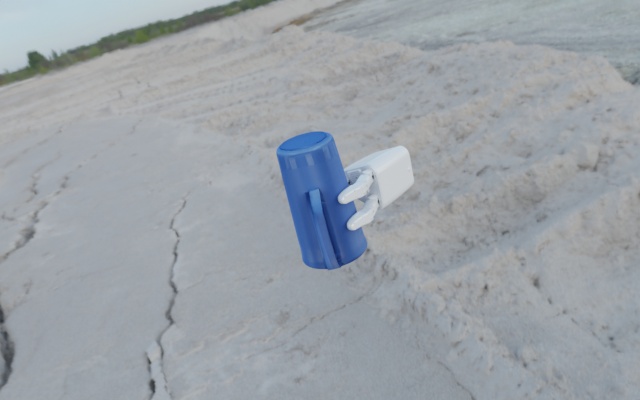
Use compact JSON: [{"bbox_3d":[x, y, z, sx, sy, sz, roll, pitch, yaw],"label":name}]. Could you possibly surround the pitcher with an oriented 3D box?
[{"bbox_3d":[0.000,0.003,0.897,0.145,0.243,0.149,-33,28,-34],"label":"pitcher"}]
